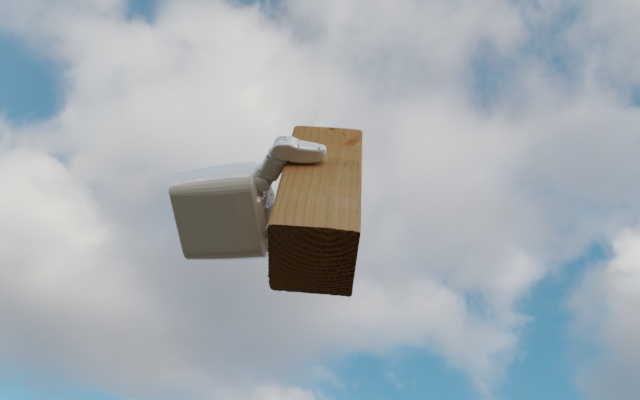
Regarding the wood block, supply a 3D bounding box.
[{"bbox_3d":[0.000,0.001,0.553,0.090,0.091,0.206,5,36,2],"label":"wood block"}]
